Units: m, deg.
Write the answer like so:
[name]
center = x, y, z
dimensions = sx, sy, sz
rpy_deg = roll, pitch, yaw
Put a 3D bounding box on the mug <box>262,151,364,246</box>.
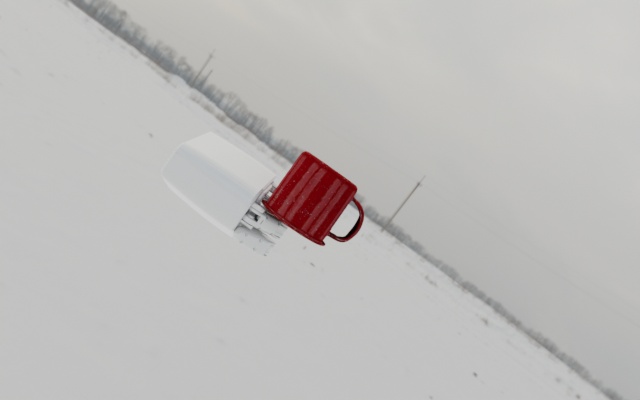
[mug]
center = 0.001, 0.003, 0.572
dimensions = 0.117, 0.081, 0.093
rpy_deg = 35, 3, -4
